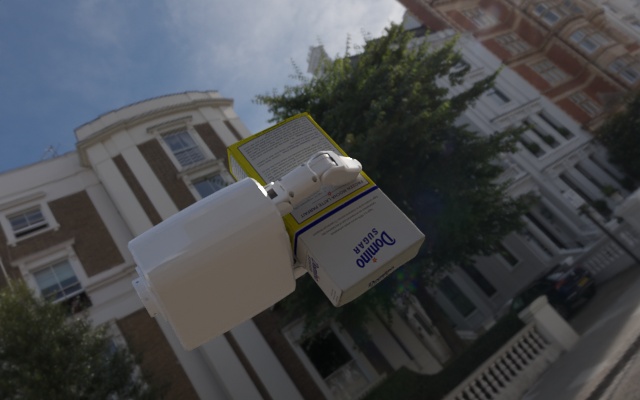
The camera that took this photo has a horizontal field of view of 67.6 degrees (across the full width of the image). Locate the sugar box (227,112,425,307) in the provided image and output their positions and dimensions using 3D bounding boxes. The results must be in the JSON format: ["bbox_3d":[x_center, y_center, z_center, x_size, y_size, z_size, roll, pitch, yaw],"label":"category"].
[{"bbox_3d":[0.000,0.002,0.437,0.093,0.176,0.048,-29,-24,-22],"label":"sugar box"}]
